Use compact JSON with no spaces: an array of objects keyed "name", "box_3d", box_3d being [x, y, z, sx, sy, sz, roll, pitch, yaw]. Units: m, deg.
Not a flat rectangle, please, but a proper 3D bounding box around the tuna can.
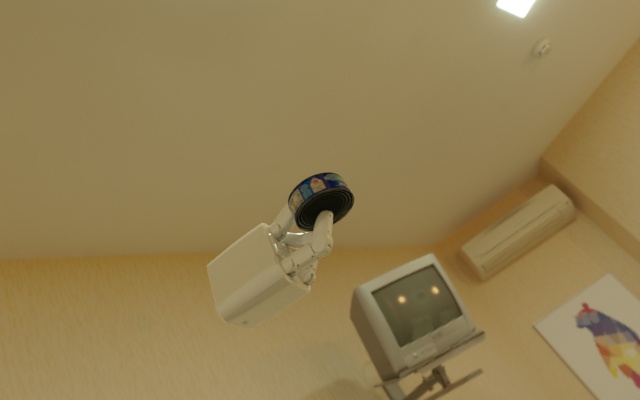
[{"name":"tuna can","box_3d":[0.000,0.002,0.644,0.086,0.033,0.086,-19,-34,-14]}]
